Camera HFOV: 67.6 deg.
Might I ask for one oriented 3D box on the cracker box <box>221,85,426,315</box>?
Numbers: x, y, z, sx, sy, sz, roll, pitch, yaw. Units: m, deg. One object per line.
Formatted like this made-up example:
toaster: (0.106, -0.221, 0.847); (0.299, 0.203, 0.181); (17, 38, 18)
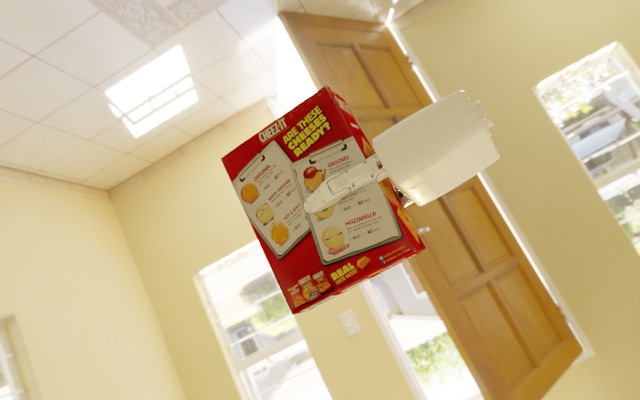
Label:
cracker box: (0.000, 0.002, 0.571); (0.164, 0.213, 0.072); (-31, -14, 17)
